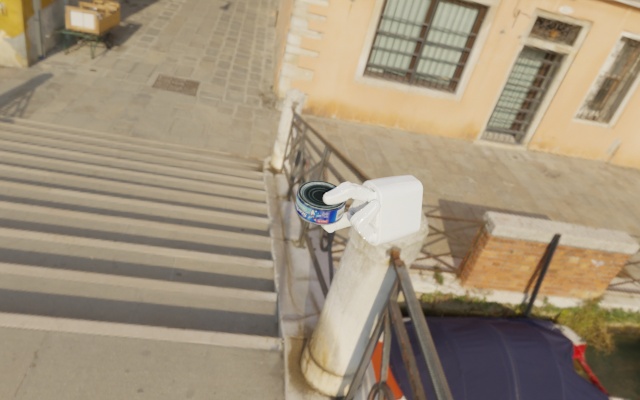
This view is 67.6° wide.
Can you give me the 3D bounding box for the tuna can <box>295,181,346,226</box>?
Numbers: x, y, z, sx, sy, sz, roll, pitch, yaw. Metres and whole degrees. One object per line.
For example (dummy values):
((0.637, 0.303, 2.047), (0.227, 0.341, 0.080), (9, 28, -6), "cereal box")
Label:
((0.000, 0.002, 0.816), (0.086, 0.034, 0.086), (7, 36, -5), "tuna can")
